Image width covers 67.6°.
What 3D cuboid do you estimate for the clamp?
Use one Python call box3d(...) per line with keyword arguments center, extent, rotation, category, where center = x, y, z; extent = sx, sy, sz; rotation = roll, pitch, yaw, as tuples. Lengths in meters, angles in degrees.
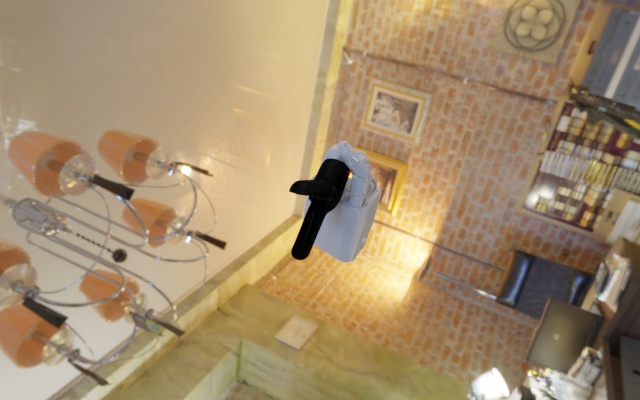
box3d(center=(0.000, 0.002, 0.668), extent=(0.039, 0.120, 0.171), rotation=(22, 31, 18), category="clamp")
